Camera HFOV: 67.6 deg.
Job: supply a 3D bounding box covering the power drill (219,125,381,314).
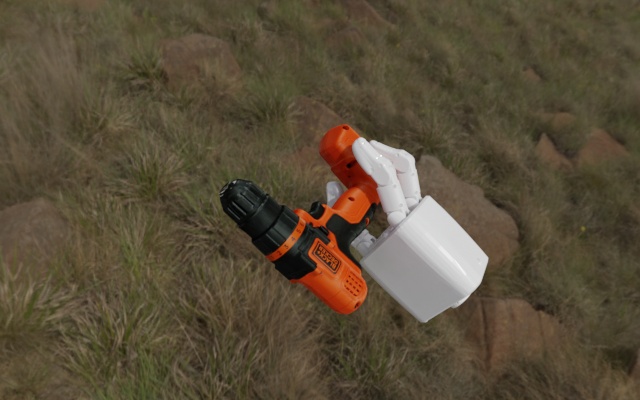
[{"bbox_3d":[0.000,0.002,0.521,0.184,0.187,0.057,45,-39,-17],"label":"power drill"}]
